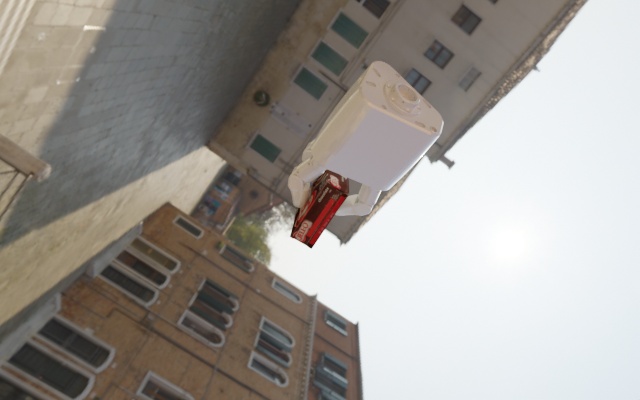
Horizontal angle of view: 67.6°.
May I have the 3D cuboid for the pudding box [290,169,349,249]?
[{"bbox_3d":[0.000,0.002,0.646,0.039,0.090,0.113,33,17,-6],"label":"pudding box"}]
